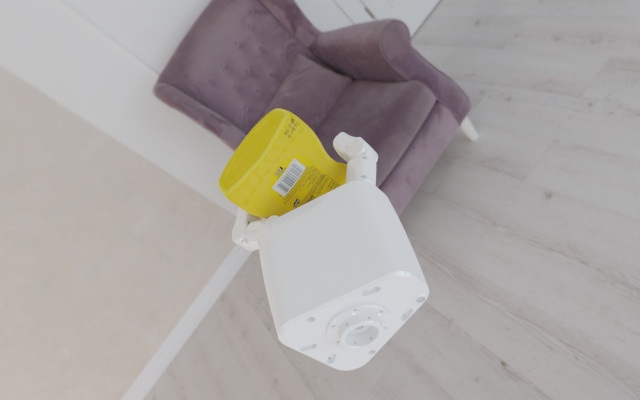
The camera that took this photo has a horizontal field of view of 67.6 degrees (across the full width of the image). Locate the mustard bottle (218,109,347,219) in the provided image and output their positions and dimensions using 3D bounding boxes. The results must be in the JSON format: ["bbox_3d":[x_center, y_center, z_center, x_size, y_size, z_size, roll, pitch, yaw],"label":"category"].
[{"bbox_3d":[0.000,0.001,0.477,0.192,0.096,0.058,37,-2,-35],"label":"mustard bottle"}]
